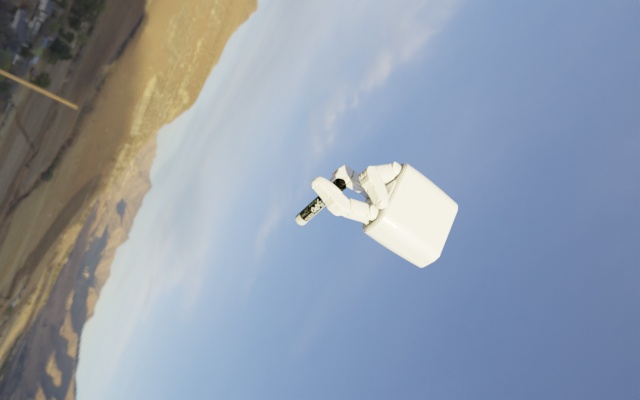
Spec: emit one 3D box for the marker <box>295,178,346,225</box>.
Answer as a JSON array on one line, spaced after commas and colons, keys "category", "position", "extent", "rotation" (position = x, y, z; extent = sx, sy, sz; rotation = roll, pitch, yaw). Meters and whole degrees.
[{"category": "marker", "position": [0.000, 0.002, 0.684], "extent": [0.020, 0.020, 0.121], "rotation": [0, -27, -35]}]
